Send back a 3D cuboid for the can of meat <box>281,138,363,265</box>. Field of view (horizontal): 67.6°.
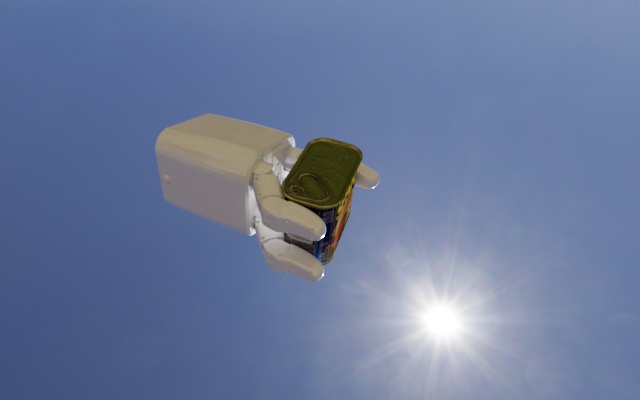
[{"bbox_3d":[0.000,0.002,0.473,0.057,0.084,0.102,16,42,11],"label":"can of meat"}]
